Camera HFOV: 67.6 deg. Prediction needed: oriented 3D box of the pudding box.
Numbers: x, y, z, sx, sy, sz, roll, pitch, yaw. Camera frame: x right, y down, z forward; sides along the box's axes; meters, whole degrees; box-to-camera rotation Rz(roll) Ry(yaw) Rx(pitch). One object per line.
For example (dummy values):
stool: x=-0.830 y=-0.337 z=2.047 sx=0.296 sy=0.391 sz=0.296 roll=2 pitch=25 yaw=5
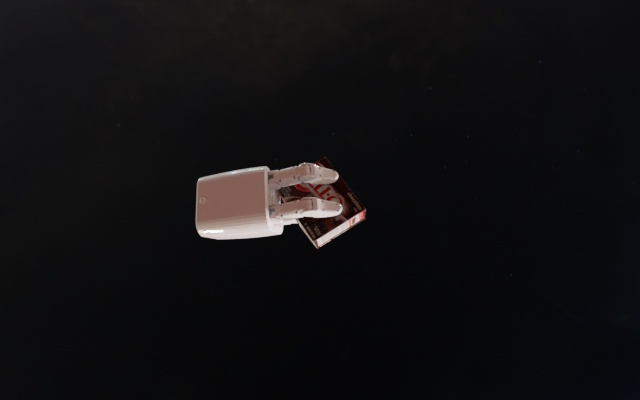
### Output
pudding box: x=0.000 y=0.002 z=0.711 sx=0.090 sy=0.113 sz=0.039 roll=-32 pitch=-24 yaw=-9
